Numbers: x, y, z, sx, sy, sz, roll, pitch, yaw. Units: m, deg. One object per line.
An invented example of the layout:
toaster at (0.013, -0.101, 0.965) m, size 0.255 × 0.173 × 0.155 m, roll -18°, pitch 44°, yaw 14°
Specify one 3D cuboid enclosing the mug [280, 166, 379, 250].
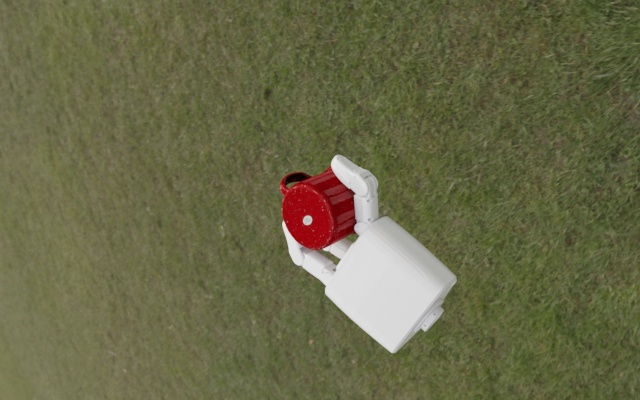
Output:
mug at (-0.001, 0.001, 0.575) m, size 0.117 × 0.093 × 0.081 m, roll 38°, pitch 38°, yaw 24°
